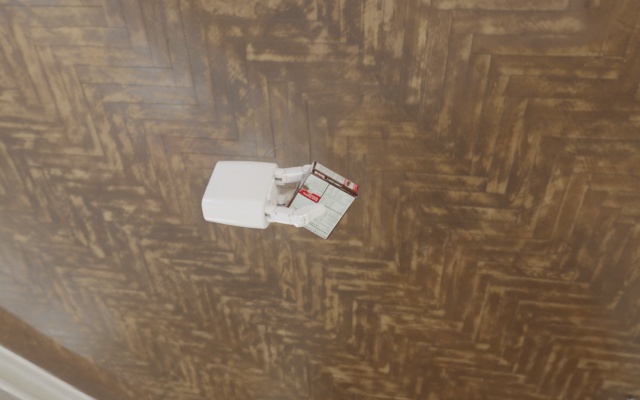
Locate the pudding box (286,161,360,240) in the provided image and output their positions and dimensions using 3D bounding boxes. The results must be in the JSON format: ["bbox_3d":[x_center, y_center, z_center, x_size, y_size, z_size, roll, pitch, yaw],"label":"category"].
[{"bbox_3d":[0.000,0.003,0.809,0.090,0.113,0.039,28,36,-8],"label":"pudding box"}]
